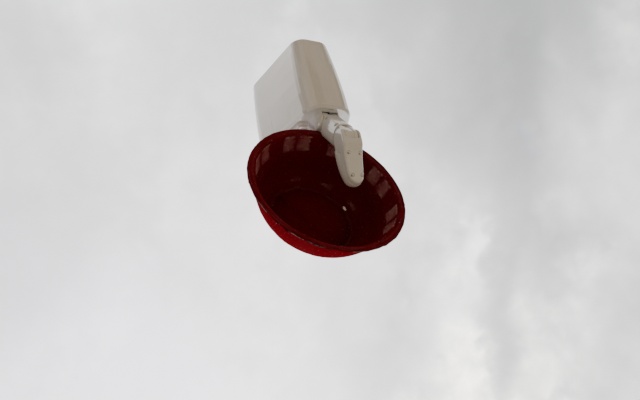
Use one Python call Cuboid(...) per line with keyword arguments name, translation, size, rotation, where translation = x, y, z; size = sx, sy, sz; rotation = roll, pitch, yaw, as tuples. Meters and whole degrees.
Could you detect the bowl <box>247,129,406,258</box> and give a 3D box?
Cuboid(name="bowl", translation=(0.000, 0.003, 0.473), size=(0.162, 0.162, 0.055), rotation=(0, -43, -28))
